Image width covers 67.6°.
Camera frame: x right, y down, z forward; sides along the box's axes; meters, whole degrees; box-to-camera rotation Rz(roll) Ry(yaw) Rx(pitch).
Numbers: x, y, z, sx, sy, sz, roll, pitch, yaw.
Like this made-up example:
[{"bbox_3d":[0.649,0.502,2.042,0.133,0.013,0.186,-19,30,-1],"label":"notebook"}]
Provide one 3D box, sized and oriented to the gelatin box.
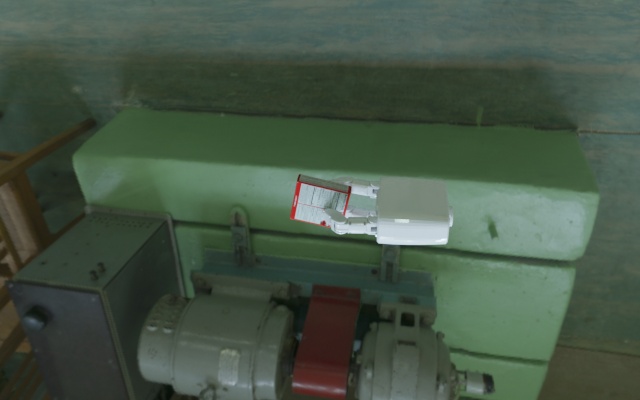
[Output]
[{"bbox_3d":[0.000,0.003,0.780,0.089,0.073,0.030,12,32,-1],"label":"gelatin box"}]
